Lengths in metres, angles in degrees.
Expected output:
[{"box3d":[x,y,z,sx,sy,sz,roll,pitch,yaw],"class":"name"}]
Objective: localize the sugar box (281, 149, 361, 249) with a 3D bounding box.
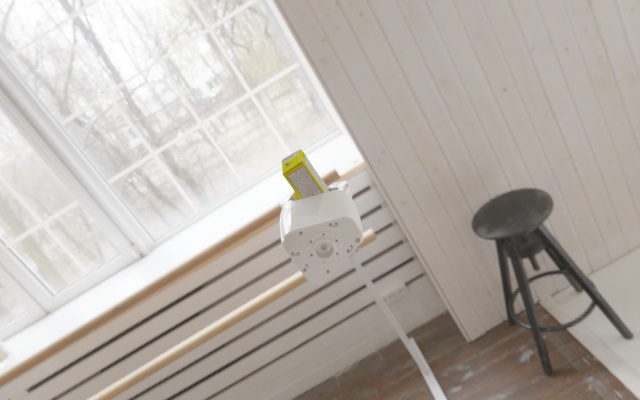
[{"box3d":[0.000,0.003,0.802,0.048,0.176,0.093,-30,19,6],"class":"sugar box"}]
